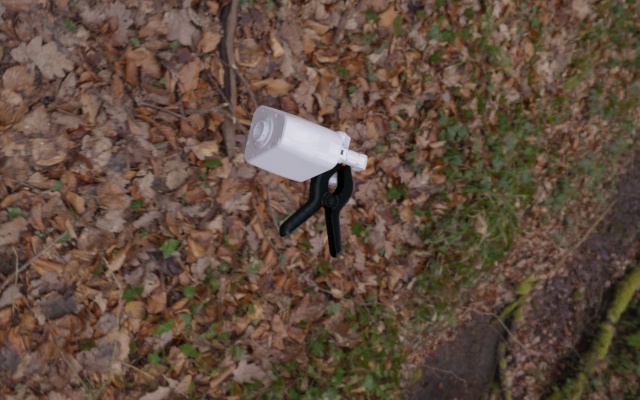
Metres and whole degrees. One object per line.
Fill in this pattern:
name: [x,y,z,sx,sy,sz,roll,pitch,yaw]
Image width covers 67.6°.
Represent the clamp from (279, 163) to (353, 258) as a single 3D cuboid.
clamp: [0.001,0.002,0.786,0.120,0.171,0.039,16,-6,-37]
